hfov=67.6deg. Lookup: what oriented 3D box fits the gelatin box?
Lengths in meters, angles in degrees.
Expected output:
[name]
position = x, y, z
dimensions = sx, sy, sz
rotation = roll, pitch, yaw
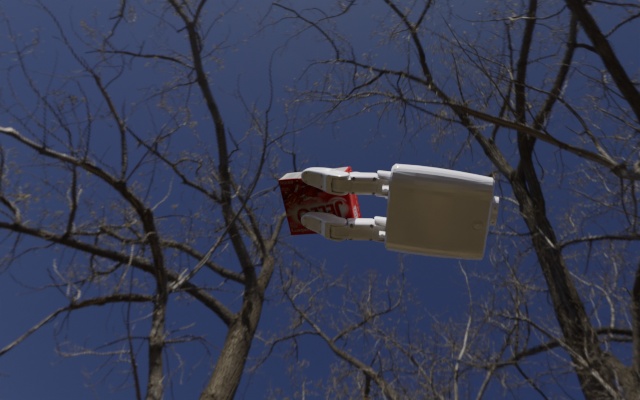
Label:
[gelatin box]
position = 0.000, 0.002, 0.573
dimensions = 0.089, 0.073, 0.030
rotation = -4, 18, 24
